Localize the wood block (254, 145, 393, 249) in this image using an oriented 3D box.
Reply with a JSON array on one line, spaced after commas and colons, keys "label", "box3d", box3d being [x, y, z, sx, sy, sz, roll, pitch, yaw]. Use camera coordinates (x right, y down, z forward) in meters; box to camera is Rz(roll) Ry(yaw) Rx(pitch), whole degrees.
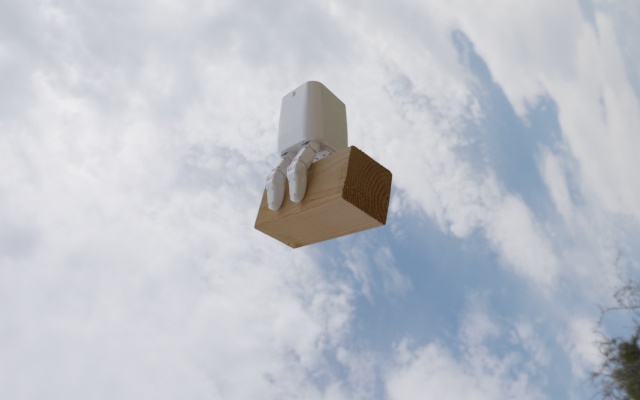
[{"label": "wood block", "box3d": [0.000, 0.002, 0.737, 0.091, 0.090, 0.206, 30, -32, -32]}]
